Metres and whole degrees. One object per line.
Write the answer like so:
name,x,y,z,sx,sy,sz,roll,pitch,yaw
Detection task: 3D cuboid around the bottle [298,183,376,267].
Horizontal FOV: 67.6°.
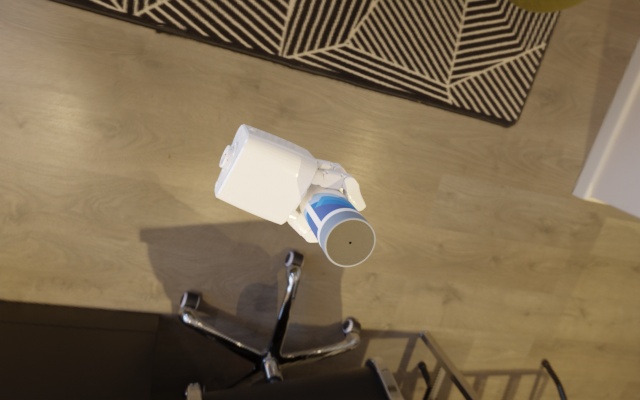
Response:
bottle,0.000,0.002,0.716,0.069,0.069,0.295,0,20,-15
